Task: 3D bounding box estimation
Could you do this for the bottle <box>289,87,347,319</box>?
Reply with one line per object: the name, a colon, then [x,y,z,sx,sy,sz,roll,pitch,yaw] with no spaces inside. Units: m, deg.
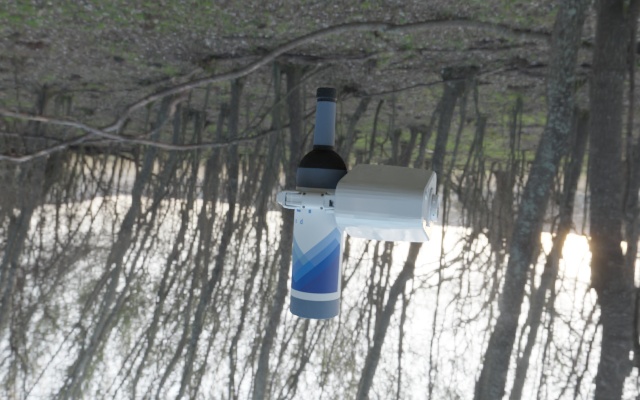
bottle: [0.000,0.002,0.628,0.069,0.296,0.069,3,3,0]
